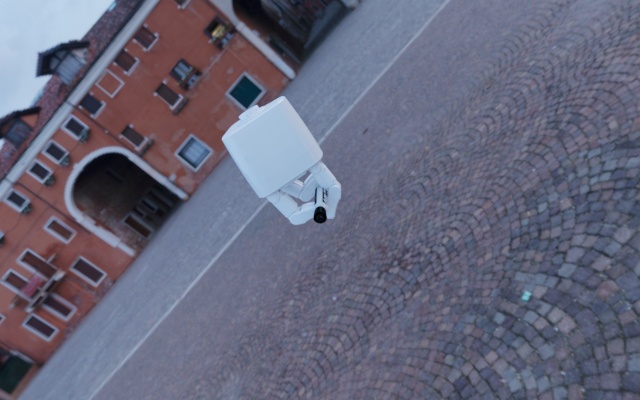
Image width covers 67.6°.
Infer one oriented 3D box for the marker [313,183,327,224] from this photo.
[{"bbox_3d":[0.000,0.002,0.697,0.020,0.020,0.121,0,22,1],"label":"marker"}]
